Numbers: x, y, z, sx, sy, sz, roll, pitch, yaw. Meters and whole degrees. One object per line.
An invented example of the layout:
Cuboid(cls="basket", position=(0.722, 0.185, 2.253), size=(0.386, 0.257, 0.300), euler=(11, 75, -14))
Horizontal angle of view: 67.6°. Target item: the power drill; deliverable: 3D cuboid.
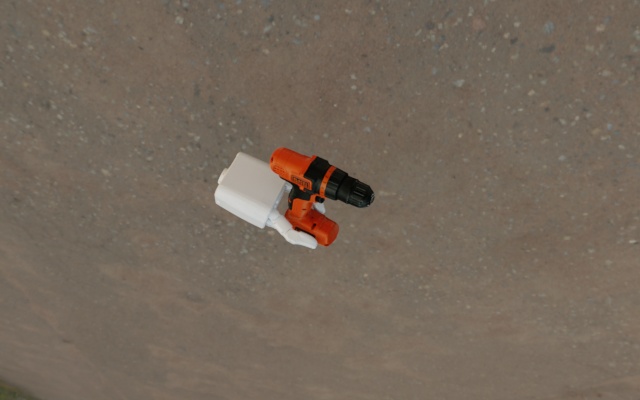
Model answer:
Cuboid(cls="power drill", position=(0.000, 0.003, 0.833), size=(0.184, 0.057, 0.188), euler=(26, -34, 15))
